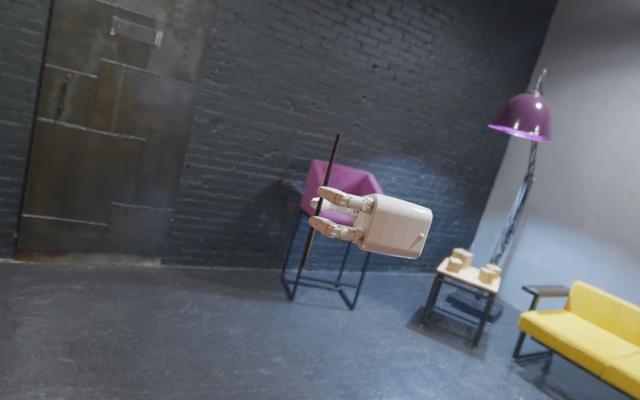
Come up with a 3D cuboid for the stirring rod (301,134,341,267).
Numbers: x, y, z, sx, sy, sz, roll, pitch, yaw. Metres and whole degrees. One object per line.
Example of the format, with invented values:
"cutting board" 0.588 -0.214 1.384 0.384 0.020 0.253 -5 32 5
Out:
"stirring rod" 0.000 0.003 0.828 0.011 0.239 0.011 15 11 -3
